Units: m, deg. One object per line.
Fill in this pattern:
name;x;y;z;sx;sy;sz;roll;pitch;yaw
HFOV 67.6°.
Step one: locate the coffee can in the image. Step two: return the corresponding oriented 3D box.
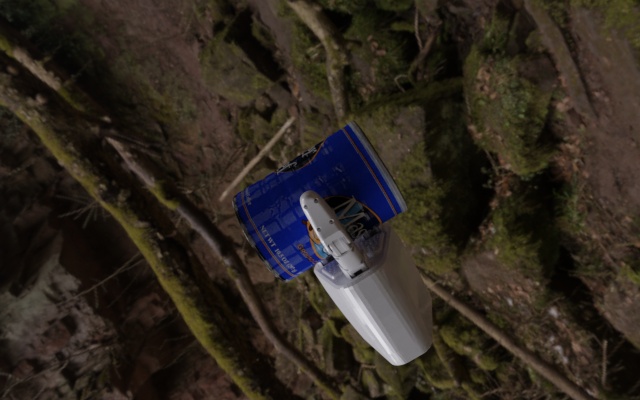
coffee can;0.000;0.001;0.474;0.140;0.103;0.103;-32;-3;5
